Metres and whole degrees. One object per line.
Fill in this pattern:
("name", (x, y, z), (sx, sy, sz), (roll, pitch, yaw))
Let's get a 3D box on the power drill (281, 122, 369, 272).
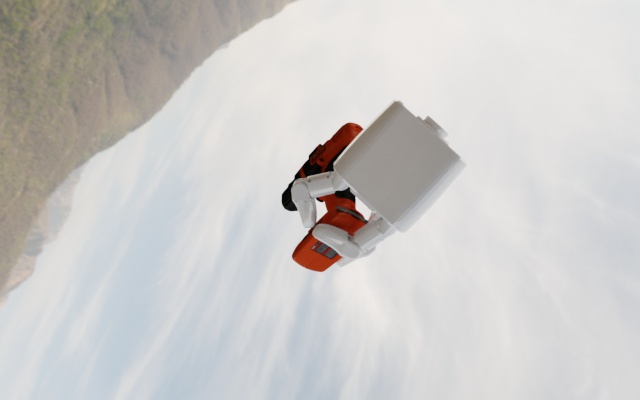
("power drill", (0.000, 0.002, 0.659), (0.057, 0.187, 0.184), (26, -52, -25))
